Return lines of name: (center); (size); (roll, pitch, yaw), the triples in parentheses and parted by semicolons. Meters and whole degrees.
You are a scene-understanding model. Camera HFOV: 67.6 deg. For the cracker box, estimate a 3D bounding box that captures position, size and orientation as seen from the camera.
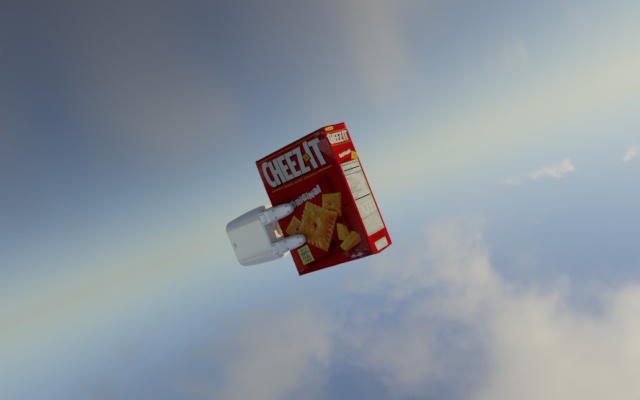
cracker box: (0.000, 0.003, 0.789); (0.164, 0.213, 0.072); (-21, 1, 38)
